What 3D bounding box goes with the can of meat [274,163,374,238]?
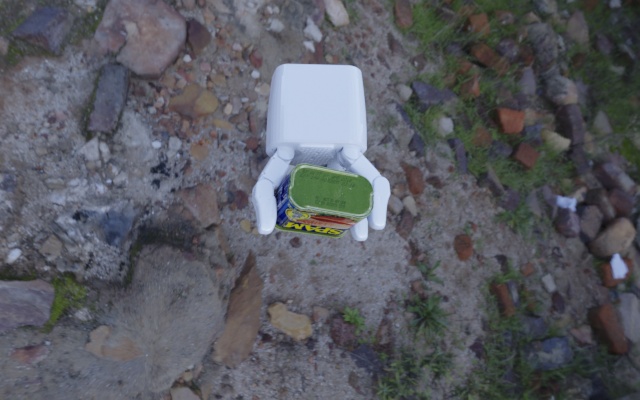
[{"bbox_3d":[0.000,0.002,0.540,0.102,0.057,0.084,9,-21,-17],"label":"can of meat"}]
